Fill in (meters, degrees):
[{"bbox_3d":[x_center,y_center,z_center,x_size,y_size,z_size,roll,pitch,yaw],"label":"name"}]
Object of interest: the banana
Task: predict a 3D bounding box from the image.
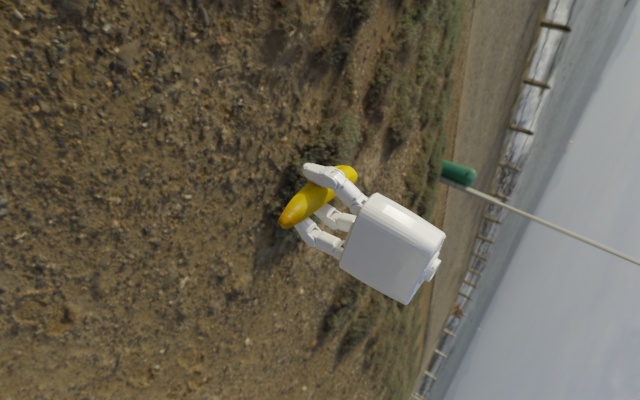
[{"bbox_3d":[0.009,-0.014,0.683,0.037,0.070,0.197,34,28,15],"label":"banana"}]
